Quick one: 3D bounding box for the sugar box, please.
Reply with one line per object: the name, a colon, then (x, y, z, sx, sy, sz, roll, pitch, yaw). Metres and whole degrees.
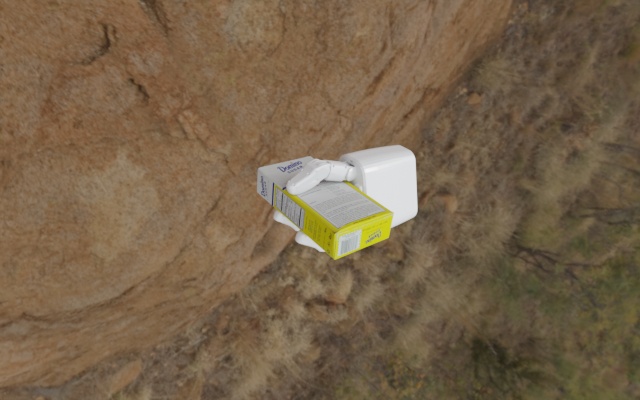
sugar box: (0.000, 0.003, 0.626, 0.093, 0.048, 0.176, -16, 36, -34)
